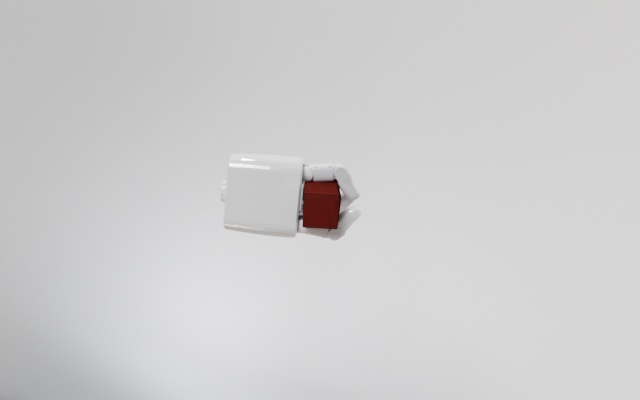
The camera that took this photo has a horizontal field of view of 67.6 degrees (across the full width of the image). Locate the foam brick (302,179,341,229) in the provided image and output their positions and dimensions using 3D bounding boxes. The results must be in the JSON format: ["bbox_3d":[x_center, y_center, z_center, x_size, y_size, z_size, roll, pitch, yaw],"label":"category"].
[{"bbox_3d":[0.000,0.002,0.689,0.051,0.053,0.078,4,20,-3],"label":"foam brick"}]
